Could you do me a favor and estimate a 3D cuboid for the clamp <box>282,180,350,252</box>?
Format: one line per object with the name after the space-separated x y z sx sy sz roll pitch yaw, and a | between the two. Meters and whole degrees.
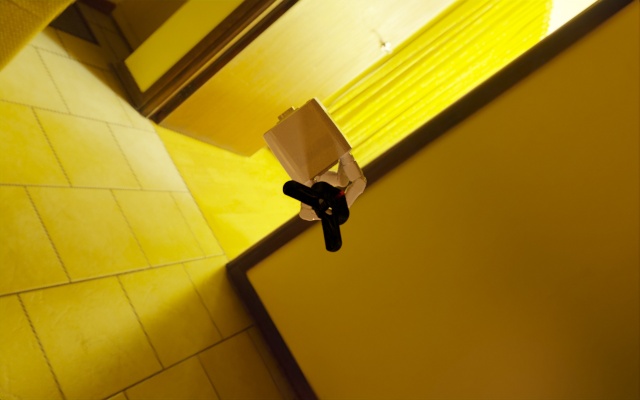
0.001 0.002 0.732 0.039 0.120 0.171 -32 9 16 | clamp
